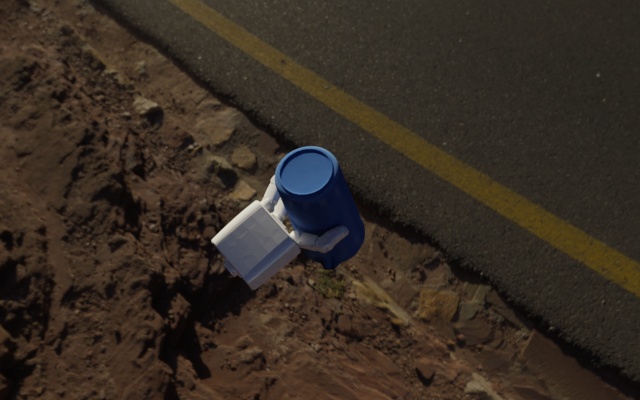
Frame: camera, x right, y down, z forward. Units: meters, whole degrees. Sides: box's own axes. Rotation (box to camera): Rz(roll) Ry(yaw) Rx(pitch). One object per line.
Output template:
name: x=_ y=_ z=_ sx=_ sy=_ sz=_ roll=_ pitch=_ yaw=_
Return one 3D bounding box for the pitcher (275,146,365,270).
pitcher: x=0.000 y=0.003 z=0.863 sx=0.149 sy=0.145 sz=0.243 roll=42 pitch=-13 yaw=29
